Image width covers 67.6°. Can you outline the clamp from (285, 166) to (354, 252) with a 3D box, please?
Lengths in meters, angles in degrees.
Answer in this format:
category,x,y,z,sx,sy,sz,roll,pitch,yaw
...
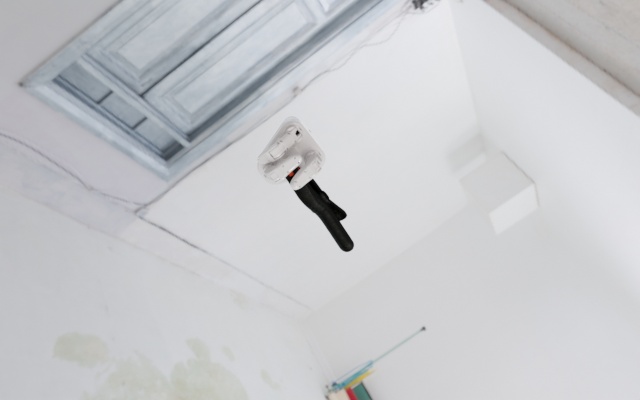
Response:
category,x,y,z,sx,sy,sz,roll,pitch,yaw
clamp,0.000,0.003,0.825,0.039,0.171,0.120,-35,16,7
